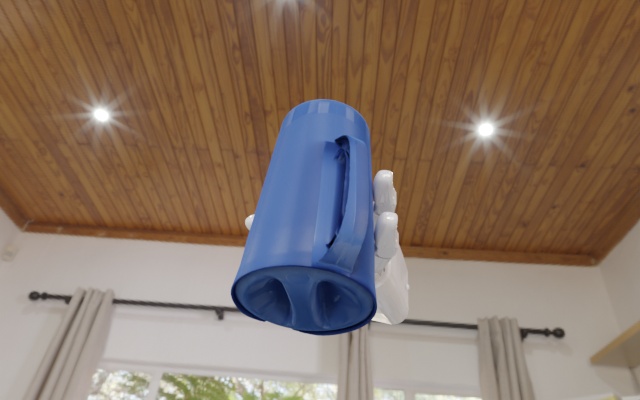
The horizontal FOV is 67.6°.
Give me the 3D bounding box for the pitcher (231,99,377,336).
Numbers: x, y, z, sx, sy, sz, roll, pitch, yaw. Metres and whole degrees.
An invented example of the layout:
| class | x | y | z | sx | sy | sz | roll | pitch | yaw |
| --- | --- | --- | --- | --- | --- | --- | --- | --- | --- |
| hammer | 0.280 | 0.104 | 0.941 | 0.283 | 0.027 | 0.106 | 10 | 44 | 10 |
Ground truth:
| class | x | y | z | sx | sy | sz | roll | pitch | yaw |
| --- | --- | --- | --- | --- | --- | --- | --- | --- | --- |
| pitcher | 0.000 | 0.002 | 0.498 | 0.149 | 0.242 | 0.145 | -11 | -42 | 21 |
